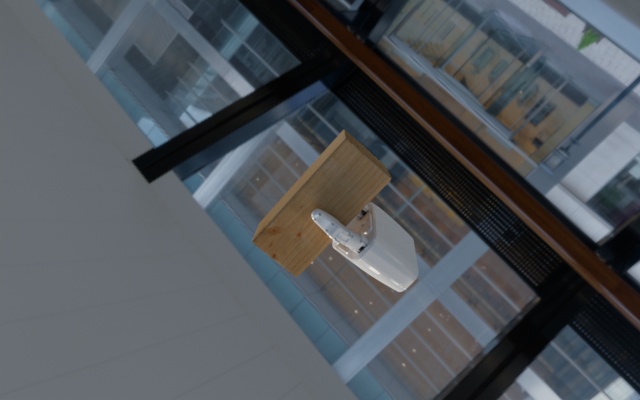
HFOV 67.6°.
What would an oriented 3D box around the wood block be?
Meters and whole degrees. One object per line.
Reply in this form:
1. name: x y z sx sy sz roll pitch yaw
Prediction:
1. wood block: 0.000 0.003 0.725 0.090 0.206 0.090 40 13 -11
